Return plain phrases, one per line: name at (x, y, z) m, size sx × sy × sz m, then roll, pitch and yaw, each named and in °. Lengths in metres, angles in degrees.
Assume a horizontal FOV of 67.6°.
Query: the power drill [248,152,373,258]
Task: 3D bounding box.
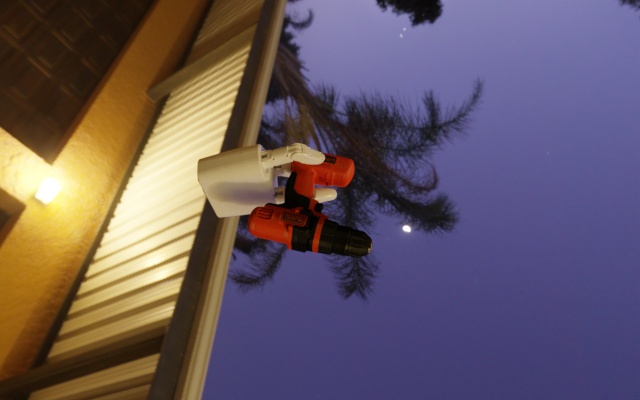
power drill at (0.000, 0.002, 0.742) m, size 0.184 × 0.057 × 0.187 m, roll 13°, pitch 42°, yaw 6°
